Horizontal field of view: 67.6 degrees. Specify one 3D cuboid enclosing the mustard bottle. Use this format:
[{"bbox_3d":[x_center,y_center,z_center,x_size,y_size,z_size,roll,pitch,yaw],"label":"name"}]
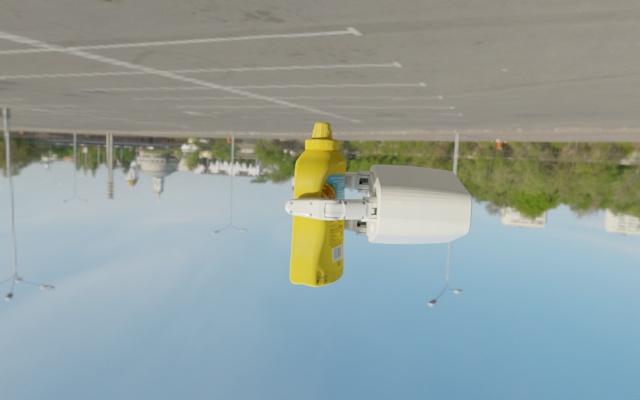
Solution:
[{"bbox_3d":[0.000,0.002,0.583,0.058,0.191,0.096,5,6,24],"label":"mustard bottle"}]
